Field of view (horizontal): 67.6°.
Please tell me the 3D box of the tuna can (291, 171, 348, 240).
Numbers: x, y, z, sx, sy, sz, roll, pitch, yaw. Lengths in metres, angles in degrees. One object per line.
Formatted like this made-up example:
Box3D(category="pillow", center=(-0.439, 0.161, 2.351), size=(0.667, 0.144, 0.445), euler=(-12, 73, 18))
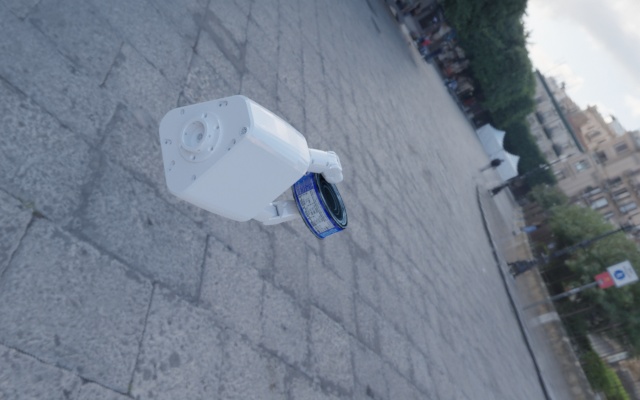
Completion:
Box3D(category="tuna can", center=(0.001, 0.002, 0.580), size=(0.034, 0.086, 0.086), euler=(-25, -7, 16))
